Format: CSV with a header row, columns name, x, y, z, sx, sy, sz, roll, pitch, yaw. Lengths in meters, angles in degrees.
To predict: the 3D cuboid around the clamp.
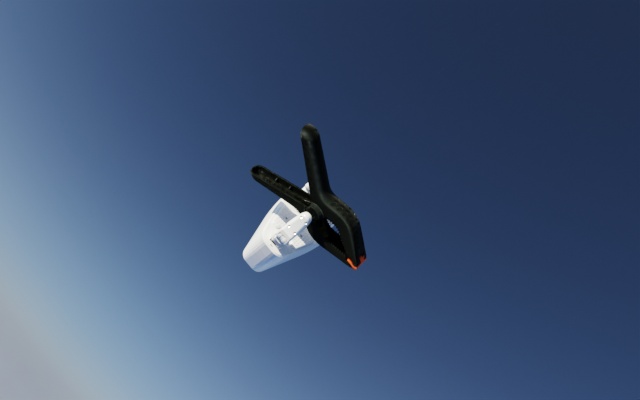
name,x,y,z,sx,sy,sz,roll,pitch,yaw
clamp,0.000,0.003,0.658,0.036,0.210,0.165,-40,0,-36
